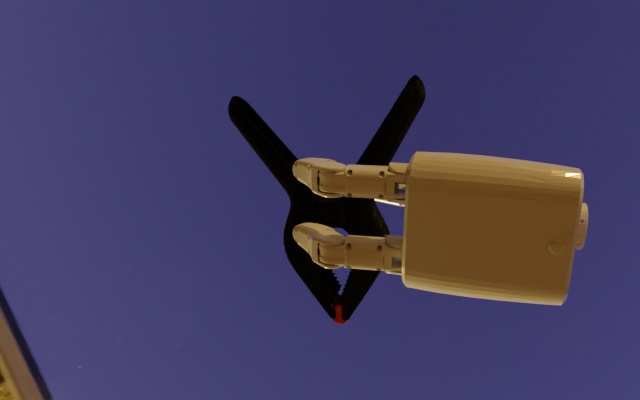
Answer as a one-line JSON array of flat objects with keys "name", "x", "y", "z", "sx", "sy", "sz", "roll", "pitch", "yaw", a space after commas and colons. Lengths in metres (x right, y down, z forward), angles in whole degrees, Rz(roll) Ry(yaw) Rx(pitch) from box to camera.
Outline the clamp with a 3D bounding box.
[{"name": "clamp", "x": 0.001, "y": 0.002, "z": 0.407, "sx": 0.164, "sy": 0.210, "sz": 0.036, "roll": 6, "pitch": 16, "yaw": 19}]
